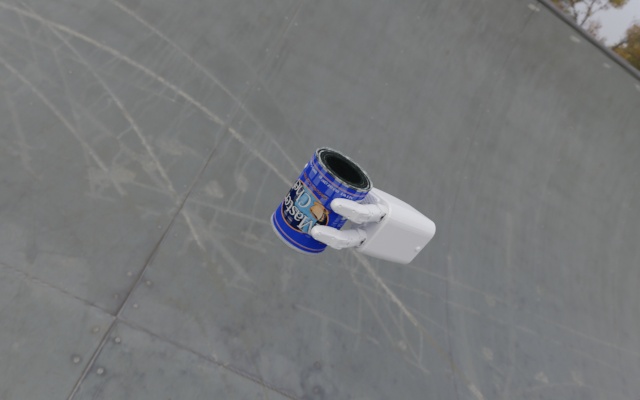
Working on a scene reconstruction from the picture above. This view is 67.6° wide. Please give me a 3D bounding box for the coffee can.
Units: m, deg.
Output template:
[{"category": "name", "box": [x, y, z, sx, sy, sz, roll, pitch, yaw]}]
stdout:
[{"category": "coffee can", "box": [0.000, 0.002, 0.747, 0.103, 0.140, 0.102, 28, 27, -16]}]
